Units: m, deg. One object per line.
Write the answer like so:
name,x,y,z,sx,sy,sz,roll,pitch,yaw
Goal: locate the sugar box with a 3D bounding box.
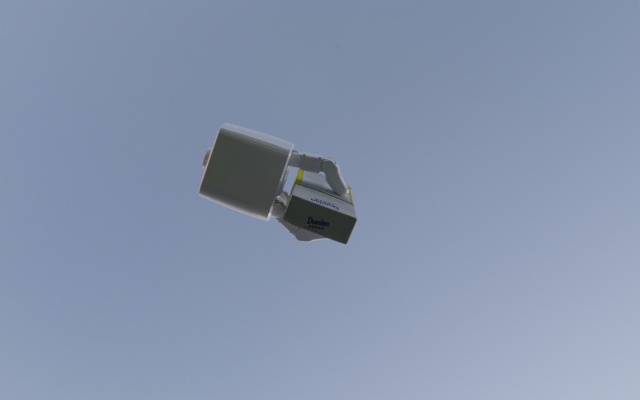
sugar box,0.000,0.003,0.698,0.093,0.048,0.176,21,17,-4
